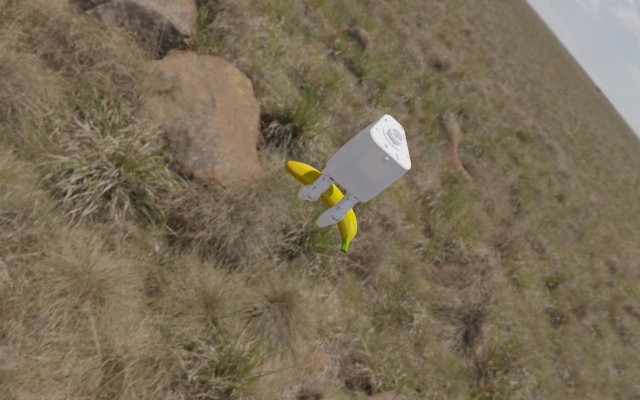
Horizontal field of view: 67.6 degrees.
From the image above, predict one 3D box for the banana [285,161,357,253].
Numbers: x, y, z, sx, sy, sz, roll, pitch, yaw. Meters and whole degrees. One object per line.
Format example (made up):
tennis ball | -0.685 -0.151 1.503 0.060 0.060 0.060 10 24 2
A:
banana | 0.012 -0.002 0.890 0.037 0.198 0.069 -35 1 42
